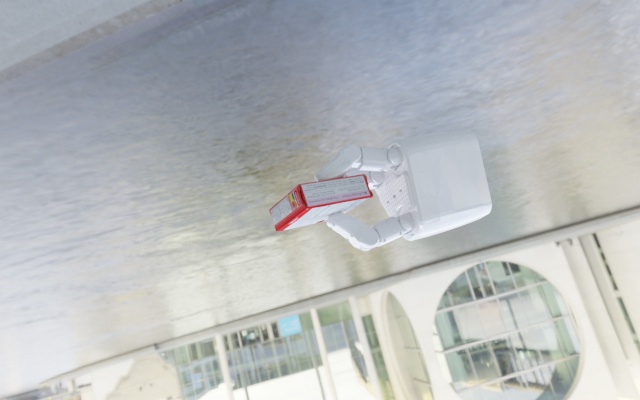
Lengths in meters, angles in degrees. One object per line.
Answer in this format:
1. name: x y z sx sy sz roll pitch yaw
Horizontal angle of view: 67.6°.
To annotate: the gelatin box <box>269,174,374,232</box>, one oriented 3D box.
1. gelatin box: 0.000 0.002 0.514 0.089 0.030 0.073 -11 -14 -34
